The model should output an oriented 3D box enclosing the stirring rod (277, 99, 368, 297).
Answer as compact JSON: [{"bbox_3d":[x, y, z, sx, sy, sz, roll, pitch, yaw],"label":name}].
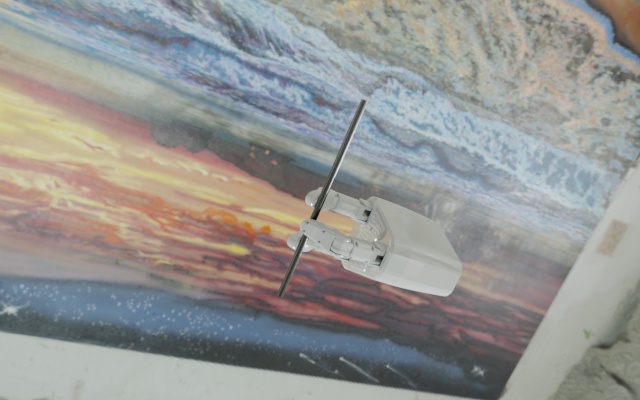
[{"bbox_3d":[0.000,0.002,0.531,0.011,0.239,0.011,23,11,-5],"label":"stirring rod"}]
